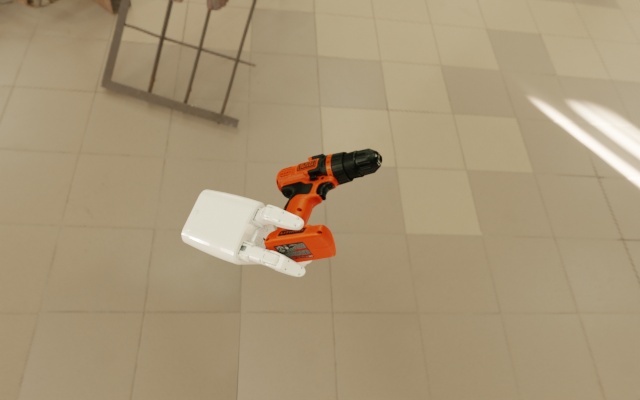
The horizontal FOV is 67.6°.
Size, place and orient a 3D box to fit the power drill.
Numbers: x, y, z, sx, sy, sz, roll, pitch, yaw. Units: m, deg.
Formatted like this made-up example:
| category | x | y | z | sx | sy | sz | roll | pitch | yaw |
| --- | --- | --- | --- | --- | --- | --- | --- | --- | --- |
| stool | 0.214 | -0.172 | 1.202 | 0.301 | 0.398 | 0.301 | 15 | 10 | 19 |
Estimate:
| category | x | y | z | sx | sy | sz | roll | pitch | yaw |
| --- | --- | --- | --- | --- | --- | --- | --- | --- | --- |
| power drill | 0.000 | 0.003 | 0.727 | 0.184 | 0.187 | 0.057 | -14 | -50 | 28 |
